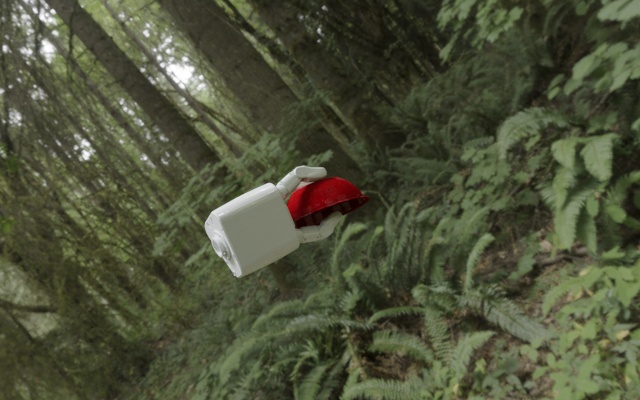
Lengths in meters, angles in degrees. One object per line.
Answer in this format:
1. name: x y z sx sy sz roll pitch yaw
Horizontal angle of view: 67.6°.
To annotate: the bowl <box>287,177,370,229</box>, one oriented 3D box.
1. bowl: 0.001 0.002 0.823 0.162 0.055 0.162 -20 -11 -4
